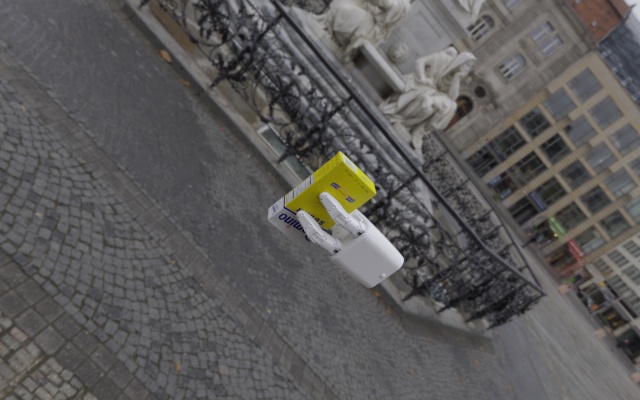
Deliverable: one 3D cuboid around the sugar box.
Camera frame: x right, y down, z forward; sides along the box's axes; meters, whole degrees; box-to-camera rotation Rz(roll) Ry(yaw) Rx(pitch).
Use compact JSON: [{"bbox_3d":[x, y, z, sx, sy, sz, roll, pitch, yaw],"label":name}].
[{"bbox_3d":[0.000,0.003,0.842,0.176,0.093,0.048,-39,26,18],"label":"sugar box"}]
